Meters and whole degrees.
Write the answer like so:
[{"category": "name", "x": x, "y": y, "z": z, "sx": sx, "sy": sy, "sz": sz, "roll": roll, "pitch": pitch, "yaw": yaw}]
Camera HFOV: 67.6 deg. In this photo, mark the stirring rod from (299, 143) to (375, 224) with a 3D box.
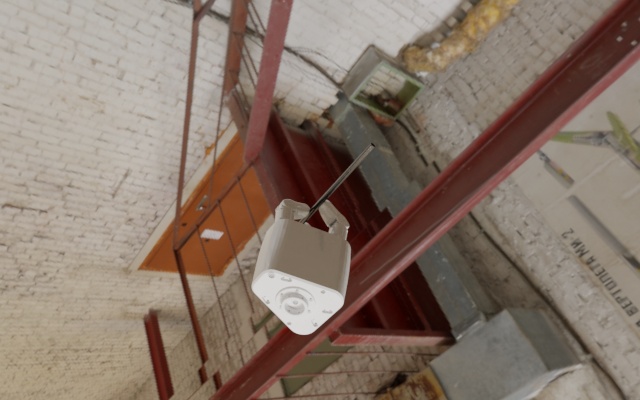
[{"category": "stirring rod", "x": 0.000, "y": 0.002, "z": 0.709, "sx": 0.011, "sy": 0.011, "sz": 0.240, "roll": 0, "pitch": -41, "yaw": -51}]
